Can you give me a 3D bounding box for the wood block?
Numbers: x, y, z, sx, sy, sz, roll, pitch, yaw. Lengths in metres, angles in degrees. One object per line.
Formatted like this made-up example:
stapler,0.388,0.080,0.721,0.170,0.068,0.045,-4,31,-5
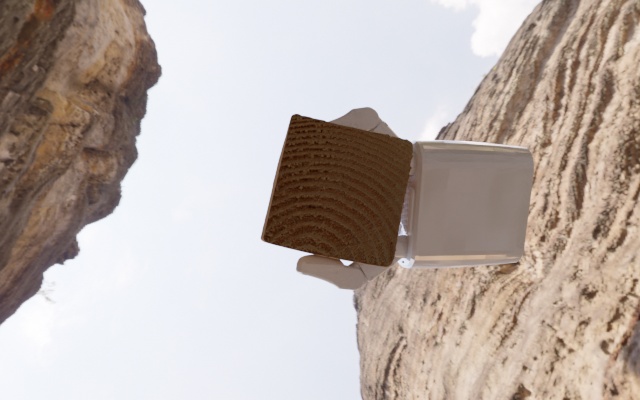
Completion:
wood block,0.000,0.002,0.419,0.090,0.091,0.206,12,-6,-6
